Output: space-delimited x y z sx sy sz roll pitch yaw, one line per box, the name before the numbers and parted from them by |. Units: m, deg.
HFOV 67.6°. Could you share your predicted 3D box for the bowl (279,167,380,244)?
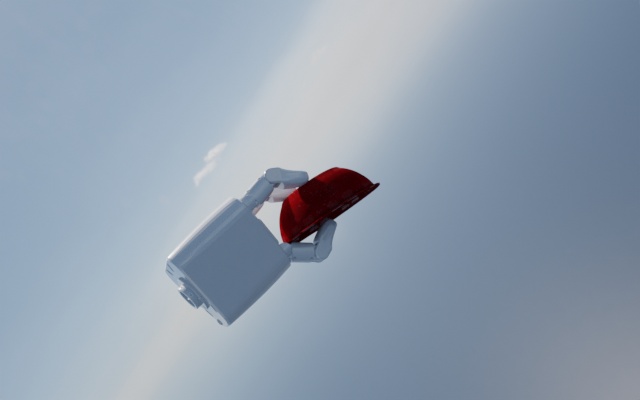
bowl | 0.001 0.001 0.652 0.162 0.055 0.162 -34 -6 -4
